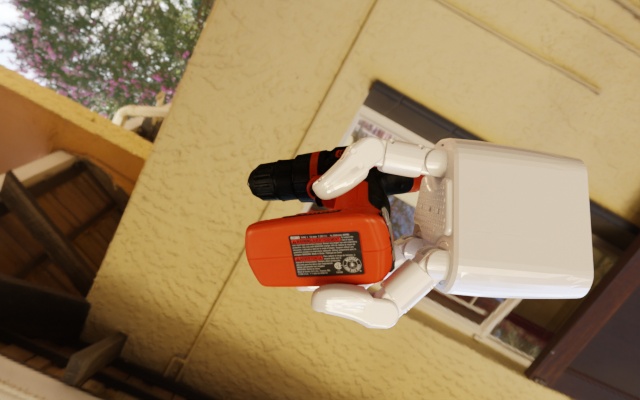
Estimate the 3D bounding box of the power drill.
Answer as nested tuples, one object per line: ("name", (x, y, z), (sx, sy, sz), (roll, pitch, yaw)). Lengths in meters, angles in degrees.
("power drill", (0.000, 0.002, 0.418), (0.184, 0.057, 0.187), (-6, 24, 16))
